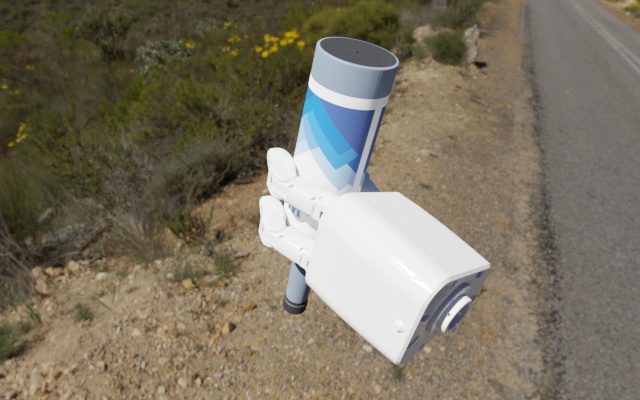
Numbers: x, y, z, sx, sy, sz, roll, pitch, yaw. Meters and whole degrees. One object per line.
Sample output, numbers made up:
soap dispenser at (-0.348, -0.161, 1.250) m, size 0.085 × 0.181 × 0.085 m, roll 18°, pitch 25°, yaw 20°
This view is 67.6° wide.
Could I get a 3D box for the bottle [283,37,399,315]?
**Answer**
bottle at (0.000, 0.001, 0.456) m, size 0.069 × 0.296 × 0.069 m, roll 9°, pitch 35°, yaw -7°
